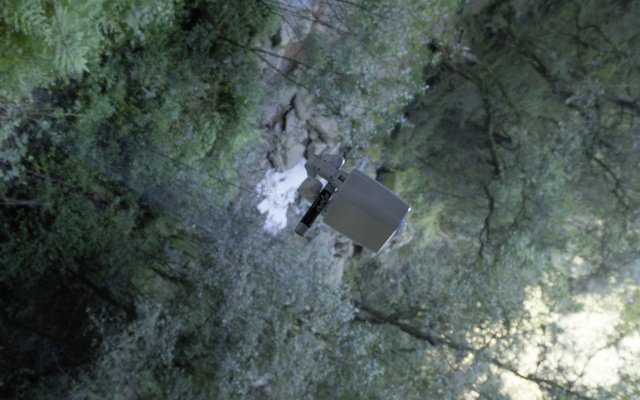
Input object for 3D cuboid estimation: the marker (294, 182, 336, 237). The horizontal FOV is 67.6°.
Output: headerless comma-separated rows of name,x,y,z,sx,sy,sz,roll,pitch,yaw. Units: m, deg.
marker,0.000,0.002,0.730,0.020,0.121,0.020,31,-19,12
